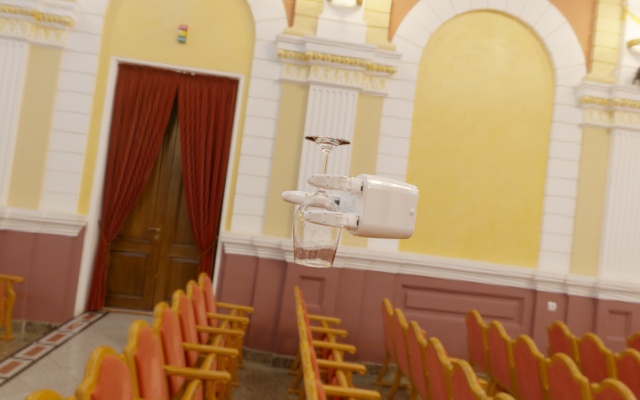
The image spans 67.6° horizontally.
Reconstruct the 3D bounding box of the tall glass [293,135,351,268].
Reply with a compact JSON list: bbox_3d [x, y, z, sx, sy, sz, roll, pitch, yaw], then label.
[{"bbox_3d":[0.000,0.002,0.759,0.079,0.201,0.079,7,-1,0],"label":"tall glass"}]
